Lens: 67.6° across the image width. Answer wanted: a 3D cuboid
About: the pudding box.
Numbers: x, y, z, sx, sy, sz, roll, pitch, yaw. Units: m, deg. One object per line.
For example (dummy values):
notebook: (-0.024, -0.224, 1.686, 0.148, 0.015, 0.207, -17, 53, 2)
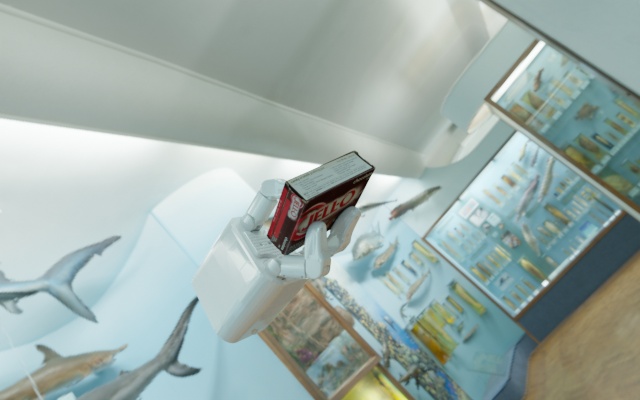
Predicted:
pudding box: (0.000, 0.002, 0.529, 0.113, 0.039, 0.090, -30, -25, -40)
